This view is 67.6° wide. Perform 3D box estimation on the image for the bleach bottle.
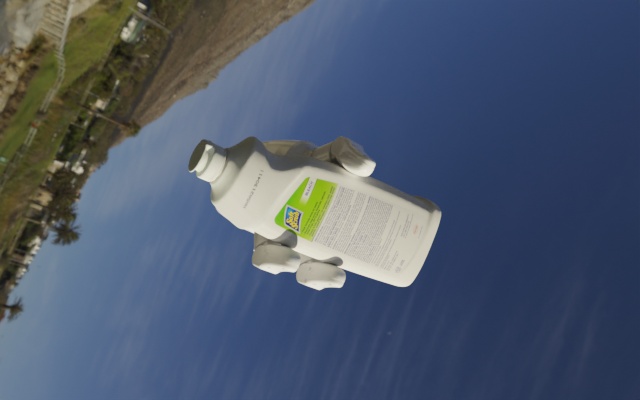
[{"bbox_3d":[0.000,0.002,0.450,0.251,0.102,0.068,25,-5,-32],"label":"bleach bottle"}]
